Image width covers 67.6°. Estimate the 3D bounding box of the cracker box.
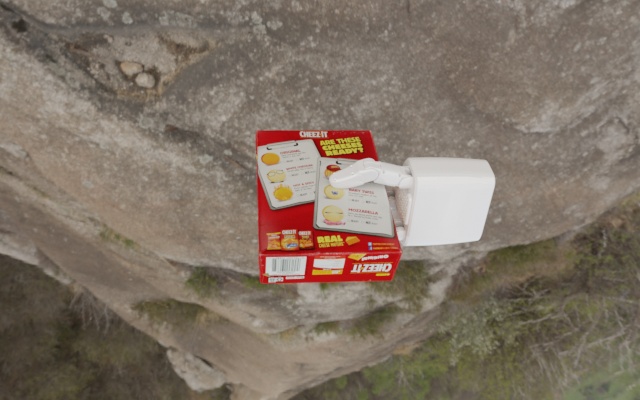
[{"bbox_3d":[0.000,0.002,0.618,0.164,0.213,0.072,-1,-42,-8],"label":"cracker box"}]
